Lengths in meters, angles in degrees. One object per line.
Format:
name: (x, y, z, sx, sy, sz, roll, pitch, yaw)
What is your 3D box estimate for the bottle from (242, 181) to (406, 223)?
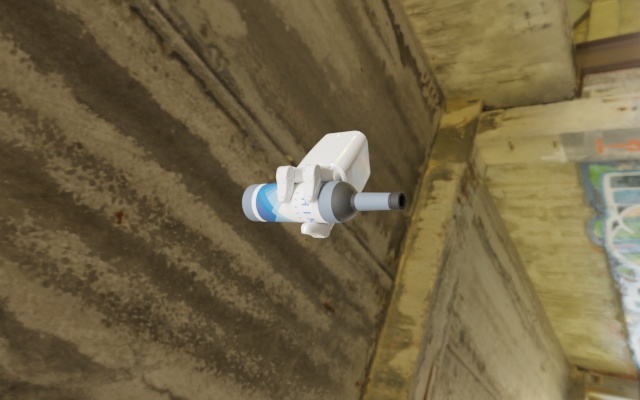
bottle: (0.000, 0.003, 0.775, 0.296, 0.069, 0.069, -1, -1, 37)
